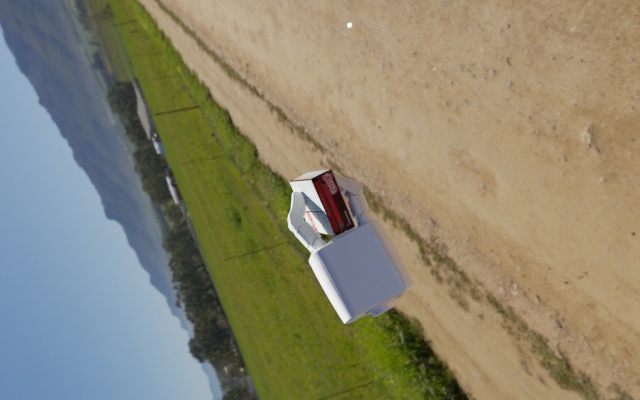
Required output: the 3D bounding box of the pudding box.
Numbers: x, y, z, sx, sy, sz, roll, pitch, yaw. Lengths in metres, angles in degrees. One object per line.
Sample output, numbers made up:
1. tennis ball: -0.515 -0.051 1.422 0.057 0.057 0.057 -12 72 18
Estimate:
1. pudding box: 0.000 0.002 0.707 0.039 0.090 0.113 -25 9 -19
